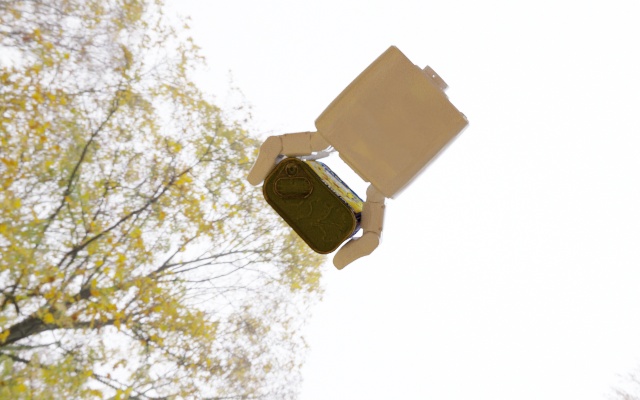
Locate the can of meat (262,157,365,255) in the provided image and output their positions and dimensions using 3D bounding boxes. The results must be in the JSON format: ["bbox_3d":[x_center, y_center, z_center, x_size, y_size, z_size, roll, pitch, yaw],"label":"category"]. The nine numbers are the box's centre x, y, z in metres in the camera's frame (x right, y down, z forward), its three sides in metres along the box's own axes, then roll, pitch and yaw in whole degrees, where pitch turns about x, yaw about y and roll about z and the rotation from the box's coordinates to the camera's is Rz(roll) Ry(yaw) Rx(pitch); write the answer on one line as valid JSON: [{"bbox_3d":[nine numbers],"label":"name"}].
[{"bbox_3d":[0.000,0.002,0.506,0.102,0.057,0.084,45,17,10],"label":"can of meat"}]
